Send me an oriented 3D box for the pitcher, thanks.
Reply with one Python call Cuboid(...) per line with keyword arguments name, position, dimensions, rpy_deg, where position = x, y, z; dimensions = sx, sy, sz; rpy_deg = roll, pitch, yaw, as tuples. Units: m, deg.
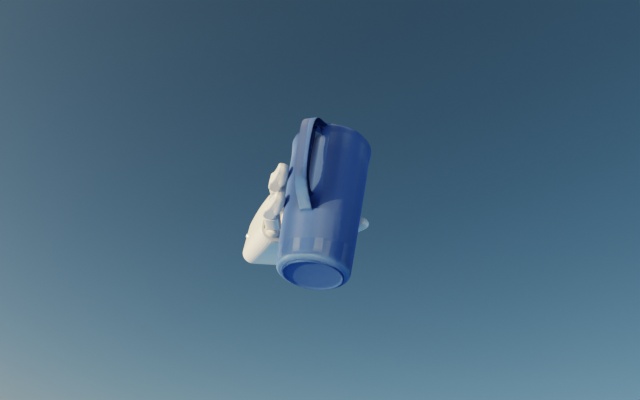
Cuboid(name="pitcher", position=(0.000, 0.003, 0.733), dimensions=(0.149, 0.242, 0.145), rpy_deg=(22, -37, -19))
